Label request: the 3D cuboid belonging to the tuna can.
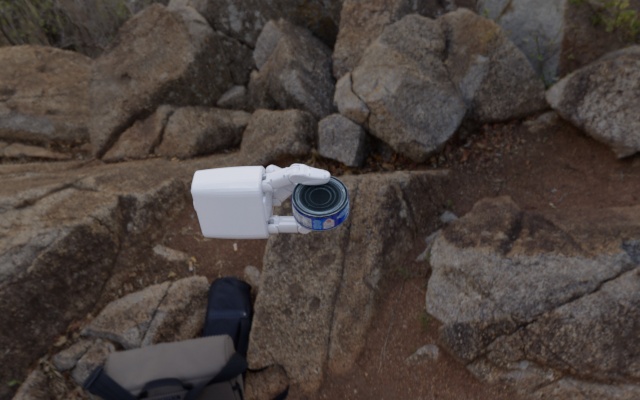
[{"bbox_3d":[0.000,0.002,0.705,0.086,0.086,0.034,0,-41,2],"label":"tuna can"}]
